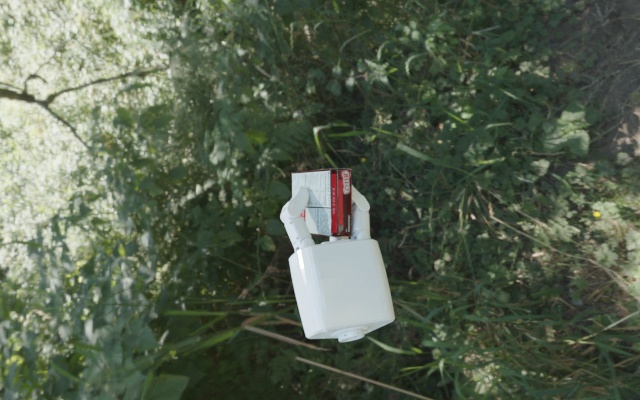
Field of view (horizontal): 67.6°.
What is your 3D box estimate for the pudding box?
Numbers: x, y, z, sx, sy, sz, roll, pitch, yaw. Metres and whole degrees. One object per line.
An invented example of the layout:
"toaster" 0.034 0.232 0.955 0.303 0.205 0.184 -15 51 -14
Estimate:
"pudding box" 0.000 0.002 0.663 0.039 0.090 0.113 0 1 -33
